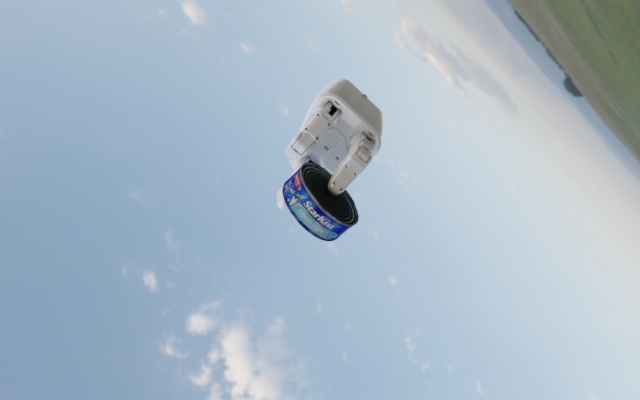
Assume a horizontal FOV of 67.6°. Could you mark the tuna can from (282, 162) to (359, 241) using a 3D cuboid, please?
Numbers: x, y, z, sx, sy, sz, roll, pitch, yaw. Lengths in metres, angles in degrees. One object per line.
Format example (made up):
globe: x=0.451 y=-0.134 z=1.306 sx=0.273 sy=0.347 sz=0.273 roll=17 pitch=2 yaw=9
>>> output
tuna can: x=0.000 y=0.002 z=0.517 sx=0.034 sy=0.086 sz=0.086 roll=-42 pitch=-19 yaw=23
